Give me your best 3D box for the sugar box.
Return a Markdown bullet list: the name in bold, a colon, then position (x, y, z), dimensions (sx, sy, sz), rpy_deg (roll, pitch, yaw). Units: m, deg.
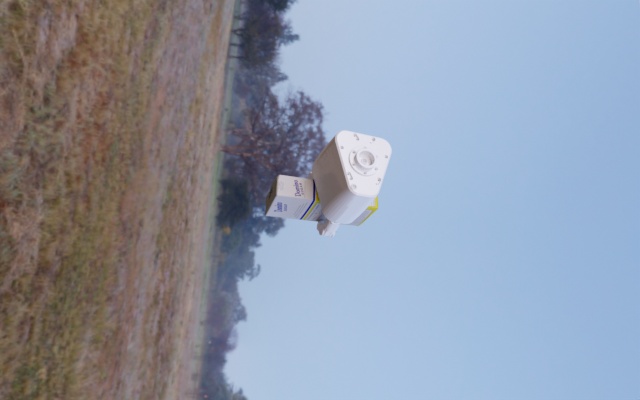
- **sugar box**: position (0.000, 0.002, 0.822), dimensions (0.176, 0.048, 0.093), rpy_deg (10, -26, -15)
